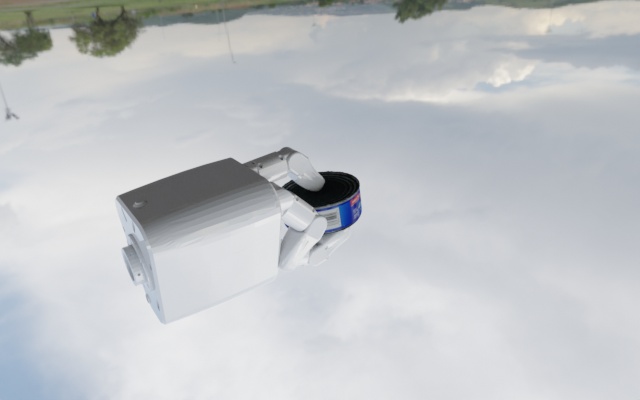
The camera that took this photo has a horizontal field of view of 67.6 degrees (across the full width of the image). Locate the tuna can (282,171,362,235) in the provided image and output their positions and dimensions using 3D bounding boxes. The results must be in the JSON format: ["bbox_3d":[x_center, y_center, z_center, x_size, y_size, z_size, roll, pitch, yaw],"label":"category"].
[{"bbox_3d":[0.000,0.002,0.497,0.086,0.034,0.086,-7,26,4],"label":"tuna can"}]
